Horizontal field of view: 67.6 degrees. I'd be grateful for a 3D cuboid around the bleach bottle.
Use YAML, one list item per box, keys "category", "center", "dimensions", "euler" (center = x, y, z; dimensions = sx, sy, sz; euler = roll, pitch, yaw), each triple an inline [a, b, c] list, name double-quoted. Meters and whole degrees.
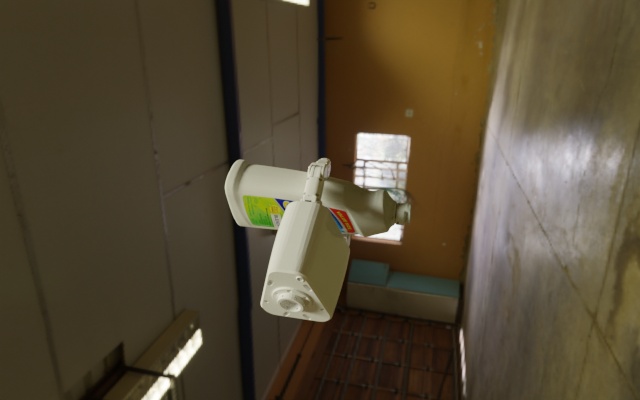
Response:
- category: "bleach bottle"
  center: [0.000, 0.002, 0.671]
  dimensions: [0.251, 0.068, 0.103]
  euler: [5, -42, 12]
